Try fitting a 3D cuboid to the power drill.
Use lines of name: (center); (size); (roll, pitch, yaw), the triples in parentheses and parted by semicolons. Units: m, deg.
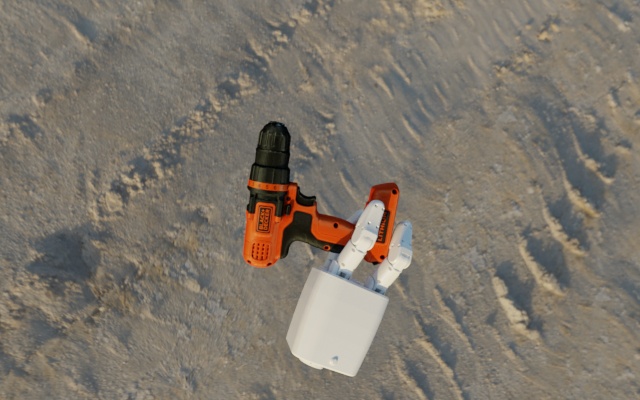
power drill: (0.001, 0.002, 0.606); (0.187, 0.184, 0.057); (8, 11, -3)
